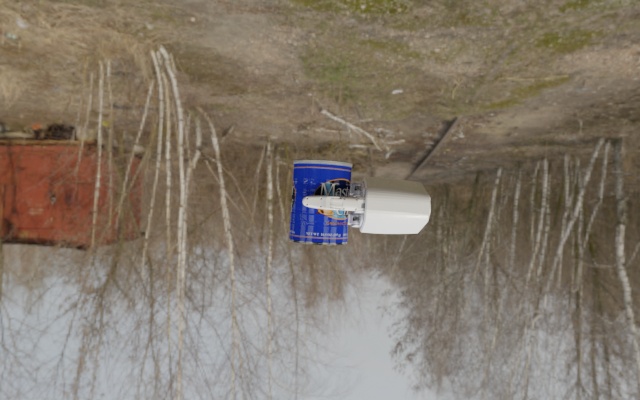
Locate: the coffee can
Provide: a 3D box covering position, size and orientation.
[{"bbox_3d":[0.000,0.003,0.831,0.103,0.140,0.103,4,0,0],"label":"coffee can"}]
